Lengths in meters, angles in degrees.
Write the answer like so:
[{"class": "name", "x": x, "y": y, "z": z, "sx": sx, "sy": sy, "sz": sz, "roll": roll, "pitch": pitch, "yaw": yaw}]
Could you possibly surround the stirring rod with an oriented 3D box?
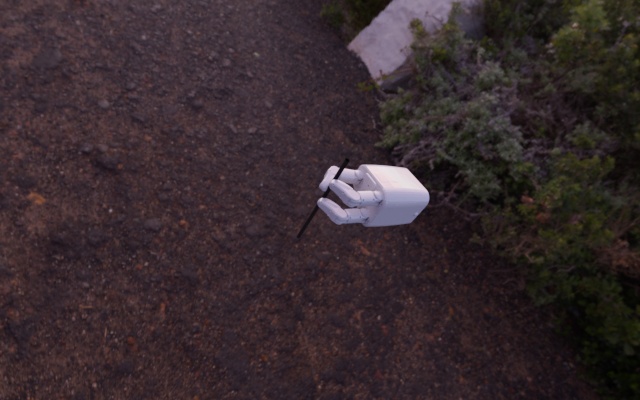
[{"class": "stirring rod", "x": 0.000, "y": 0.003, "z": 0.889, "sx": 0.011, "sy": 0.011, "sz": 0.240, "roll": 0, "pitch": -36, "yaw": -28}]
